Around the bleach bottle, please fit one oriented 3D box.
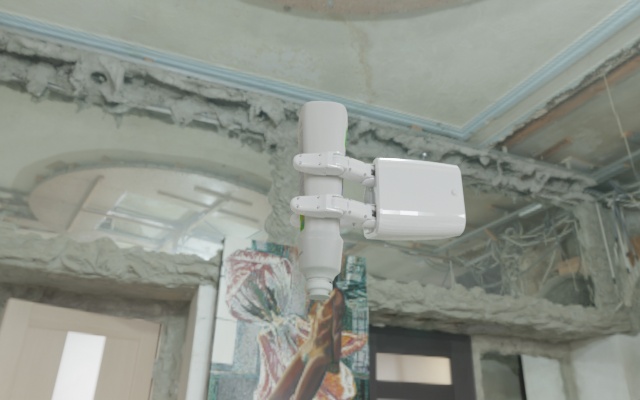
[{"bbox_3d":[0.000,0.002,0.612,0.068,0.250,0.103,3,-25,-3],"label":"bleach bottle"}]
